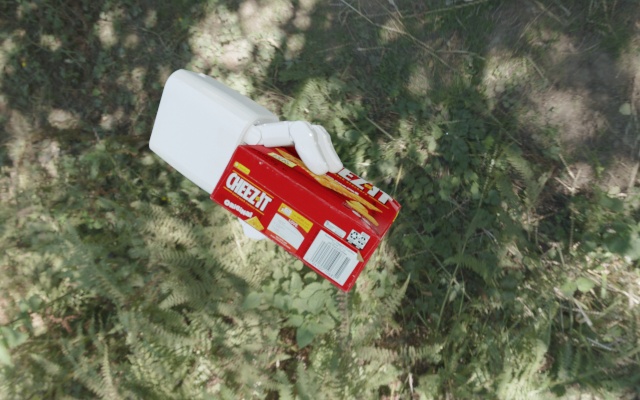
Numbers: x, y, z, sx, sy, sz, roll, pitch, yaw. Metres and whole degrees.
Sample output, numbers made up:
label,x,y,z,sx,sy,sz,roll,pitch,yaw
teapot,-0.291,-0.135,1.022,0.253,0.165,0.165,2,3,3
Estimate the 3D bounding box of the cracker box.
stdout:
label,x,y,z,sx,sy,sz,roll,pitch,yaw
cracker box,0.000,0.002,0.543,0.164,0.072,0.213,34,15,8
